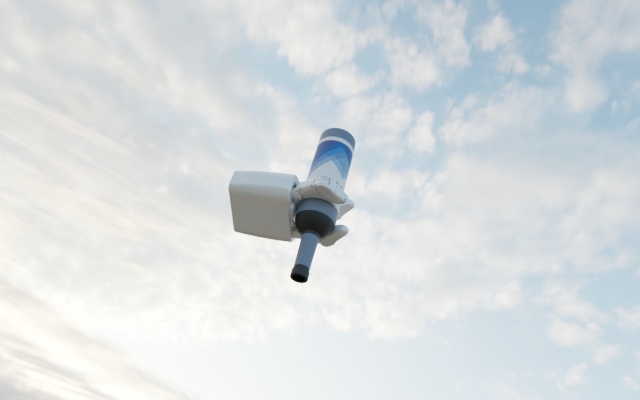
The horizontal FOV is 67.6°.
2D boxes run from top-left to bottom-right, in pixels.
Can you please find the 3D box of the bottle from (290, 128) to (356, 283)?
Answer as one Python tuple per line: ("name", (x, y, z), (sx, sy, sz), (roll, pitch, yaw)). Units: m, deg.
("bottle", (0.000, 0.002, 0.785), (0.069, 0.295, 0.069), (10, -38, 8))
